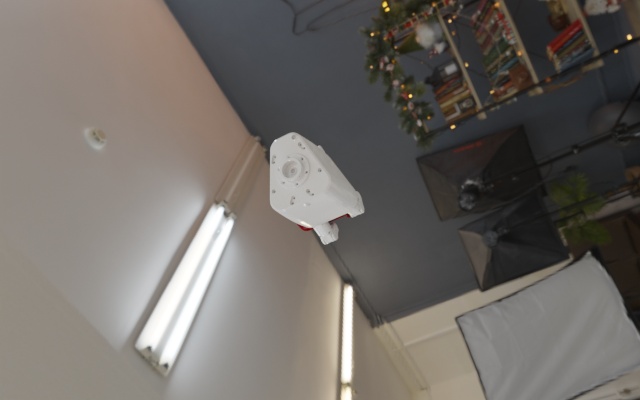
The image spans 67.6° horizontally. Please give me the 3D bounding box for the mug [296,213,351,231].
[{"bbox_3d":[0.000,0.003,0.796,0.081,0.093,0.117,-23,-22,15],"label":"mug"}]
